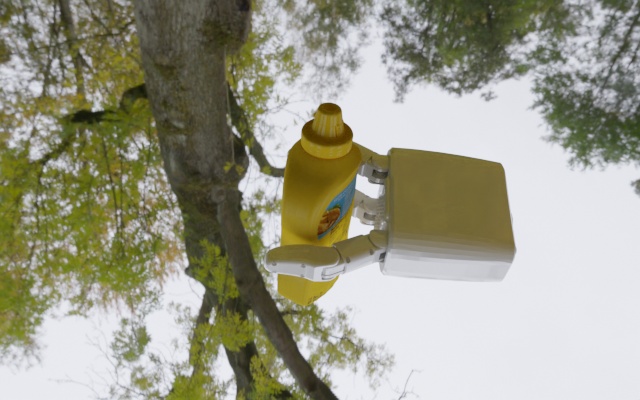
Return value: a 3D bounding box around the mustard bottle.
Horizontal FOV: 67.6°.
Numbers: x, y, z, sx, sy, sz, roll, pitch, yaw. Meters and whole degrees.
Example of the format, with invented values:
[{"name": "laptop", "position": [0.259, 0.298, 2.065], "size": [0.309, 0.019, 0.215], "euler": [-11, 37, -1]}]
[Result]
[{"name": "mustard bottle", "position": [0.000, 0.001, 0.420], "size": [0.058, 0.192, 0.096], "euler": [23, 45, 17]}]
